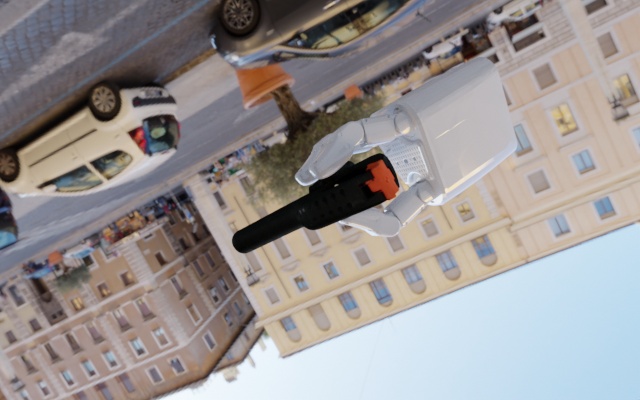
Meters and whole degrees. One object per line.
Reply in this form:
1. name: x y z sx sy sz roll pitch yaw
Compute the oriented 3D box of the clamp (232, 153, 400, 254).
1. clamp: 0.001 0.002 0.436 0.164 0.036 0.210 -35 8 -15
